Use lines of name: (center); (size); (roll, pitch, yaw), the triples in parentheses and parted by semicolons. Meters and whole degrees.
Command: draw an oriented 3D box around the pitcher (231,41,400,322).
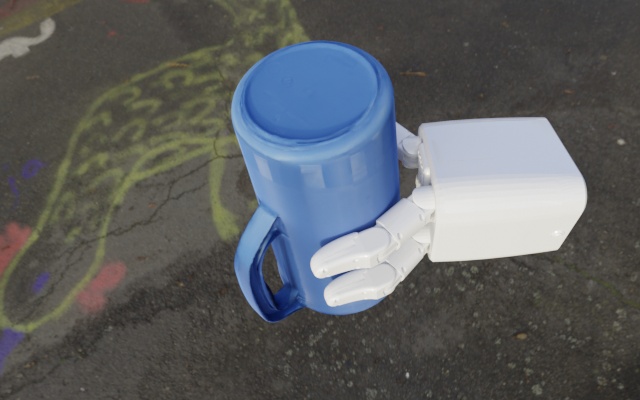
pitcher: (0.000, 0.001, 0.401); (0.145, 0.149, 0.243); (-4, -33, 6)
